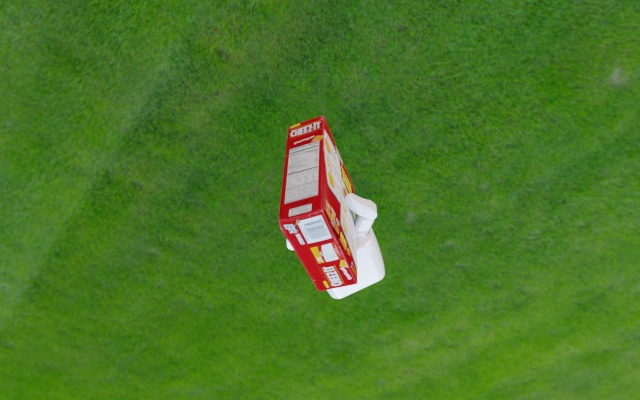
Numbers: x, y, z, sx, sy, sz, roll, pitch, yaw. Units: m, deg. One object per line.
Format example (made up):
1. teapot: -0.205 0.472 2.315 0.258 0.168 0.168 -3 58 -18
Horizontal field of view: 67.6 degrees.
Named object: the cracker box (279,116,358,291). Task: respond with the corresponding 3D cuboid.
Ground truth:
1. cracker box: 0.000 0.002 0.729 0.072 0.213 0.164 -14 -48 13
